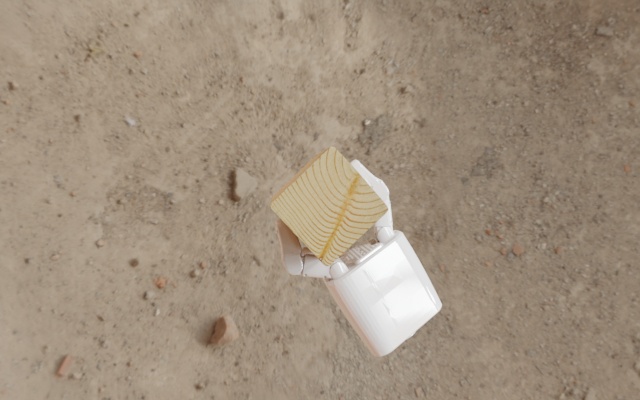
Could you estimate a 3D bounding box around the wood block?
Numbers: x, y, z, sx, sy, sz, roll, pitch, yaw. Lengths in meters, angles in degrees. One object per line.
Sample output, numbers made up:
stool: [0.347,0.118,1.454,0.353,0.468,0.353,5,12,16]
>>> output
wood block: [0.001,0.002,0.581,0.091,0.090,0.206,-43,6,-2]
